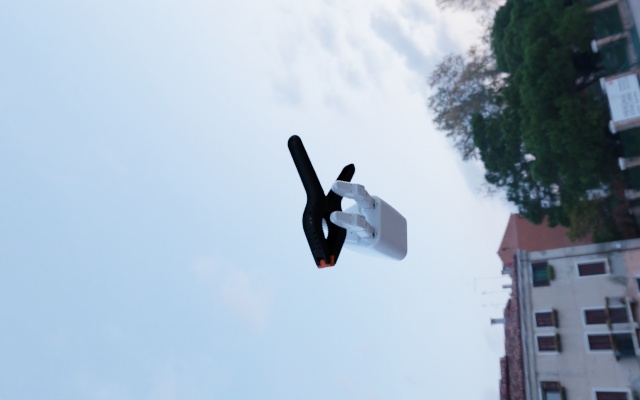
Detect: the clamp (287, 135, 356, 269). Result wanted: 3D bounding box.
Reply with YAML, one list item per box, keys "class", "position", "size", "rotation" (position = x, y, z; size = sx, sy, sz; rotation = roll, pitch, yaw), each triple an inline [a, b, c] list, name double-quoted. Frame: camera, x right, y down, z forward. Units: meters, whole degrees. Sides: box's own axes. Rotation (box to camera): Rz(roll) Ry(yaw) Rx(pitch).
- class: "clamp"
  position: [0.000, 0.003, 0.774]
  size: [0.036, 0.210, 0.165]
  rotation: [-17, -31, 38]
